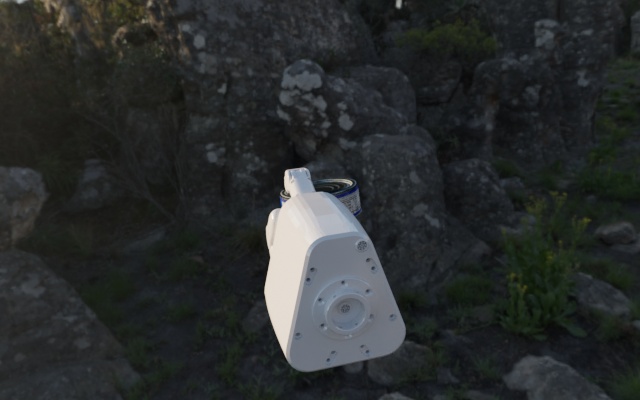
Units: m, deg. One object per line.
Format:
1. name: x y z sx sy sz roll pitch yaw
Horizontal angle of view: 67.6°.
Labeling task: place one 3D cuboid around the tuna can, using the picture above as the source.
1. tuna can: 0.000 0.001 0.514 0.086 0.034 0.086 -8 14 2
